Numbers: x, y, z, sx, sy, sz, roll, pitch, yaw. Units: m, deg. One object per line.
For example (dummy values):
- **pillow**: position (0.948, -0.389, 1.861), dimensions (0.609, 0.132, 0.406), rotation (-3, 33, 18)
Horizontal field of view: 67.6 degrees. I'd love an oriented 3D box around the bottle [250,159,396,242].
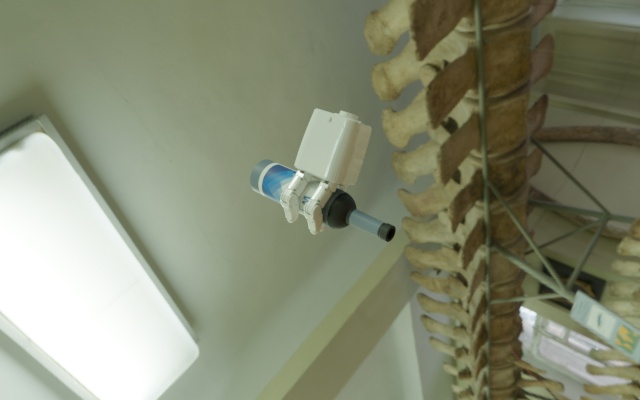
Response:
- **bottle**: position (0.000, 0.003, 0.827), dimensions (0.295, 0.069, 0.069), rotation (24, 14, 35)
